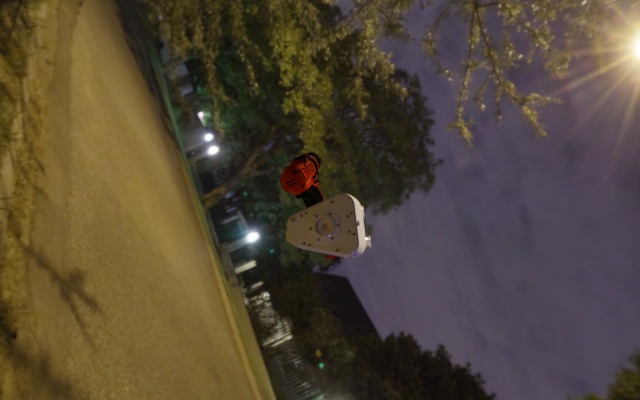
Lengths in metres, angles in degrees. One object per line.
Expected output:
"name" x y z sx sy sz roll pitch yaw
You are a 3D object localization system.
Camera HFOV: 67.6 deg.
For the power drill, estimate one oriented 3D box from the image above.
"power drill" 0.000 0.003 0.886 0.057 0.188 0.184 -28 9 19
